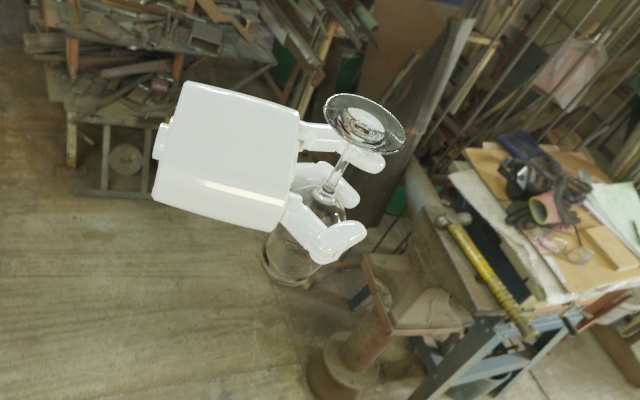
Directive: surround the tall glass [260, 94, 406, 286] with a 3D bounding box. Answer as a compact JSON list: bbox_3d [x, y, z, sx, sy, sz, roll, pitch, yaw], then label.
[{"bbox_3d":[0.000,0.001,0.456,0.079,0.079,0.201,0,-42,-29],"label":"tall glass"}]
